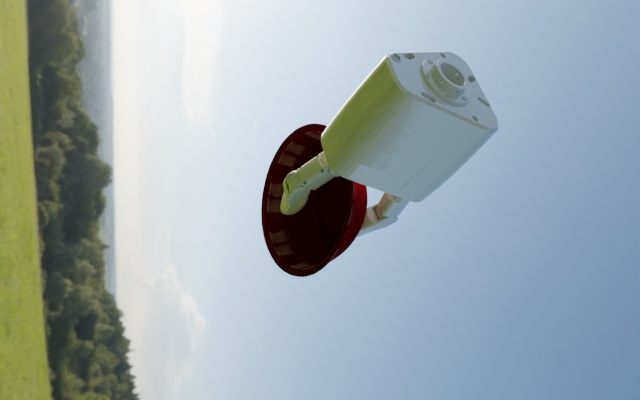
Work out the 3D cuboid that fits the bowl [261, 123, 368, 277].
[{"bbox_3d":[0.000,0.002,0.517,0.055,0.162,0.162,8,-5,-38],"label":"bowl"}]
